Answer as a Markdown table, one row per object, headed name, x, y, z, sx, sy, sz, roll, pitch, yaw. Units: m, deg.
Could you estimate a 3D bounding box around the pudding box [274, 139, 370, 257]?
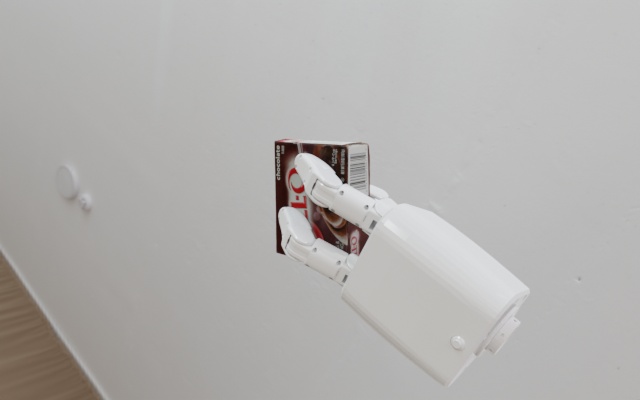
| name | x | y | z | sx | sy | sz | roll | pitch | yaw |
| --- | --- | --- | --- | --- | --- | --- | --- | --- | --- |
| pudding box | 0.000 | 0.001 | 0.440 | 0.090 | 0.113 | 0.039 | 9 | 12 | 40 |
